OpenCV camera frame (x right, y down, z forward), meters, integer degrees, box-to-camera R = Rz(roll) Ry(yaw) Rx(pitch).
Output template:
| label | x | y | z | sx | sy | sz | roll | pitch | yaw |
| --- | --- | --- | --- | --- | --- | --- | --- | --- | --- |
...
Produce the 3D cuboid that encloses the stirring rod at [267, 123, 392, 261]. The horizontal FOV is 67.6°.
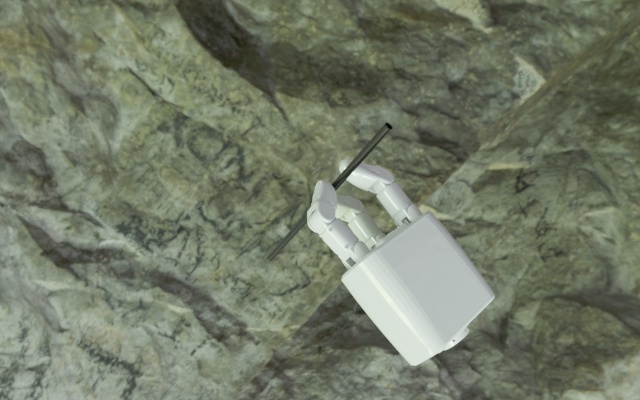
| label | x | y | z | sx | sy | sz | roll | pitch | yaw |
| --- | --- | --- | --- | --- | --- | --- | --- | --- | --- |
| stirring rod | 0.000 | 0.002 | 0.509 | 0.011 | 0.011 | 0.240 | 0 | -35 | -39 |
